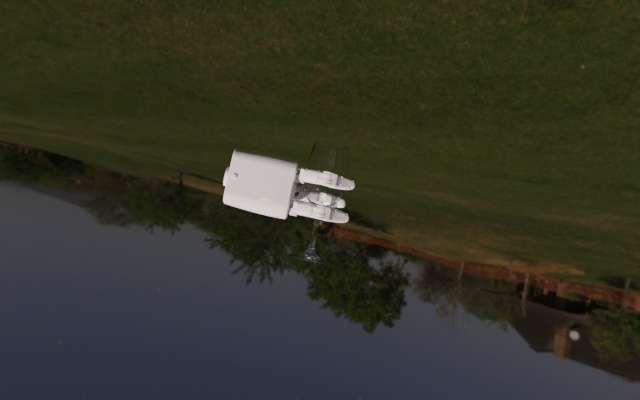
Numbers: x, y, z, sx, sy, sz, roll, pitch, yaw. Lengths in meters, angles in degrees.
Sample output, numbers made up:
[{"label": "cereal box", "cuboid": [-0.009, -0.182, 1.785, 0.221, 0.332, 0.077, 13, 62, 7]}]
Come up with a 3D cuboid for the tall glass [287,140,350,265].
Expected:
[{"label": "tall glass", "cuboid": [0.000, 0.003, 0.811, 0.079, 0.201, 0.079, 12, -3, 1]}]
